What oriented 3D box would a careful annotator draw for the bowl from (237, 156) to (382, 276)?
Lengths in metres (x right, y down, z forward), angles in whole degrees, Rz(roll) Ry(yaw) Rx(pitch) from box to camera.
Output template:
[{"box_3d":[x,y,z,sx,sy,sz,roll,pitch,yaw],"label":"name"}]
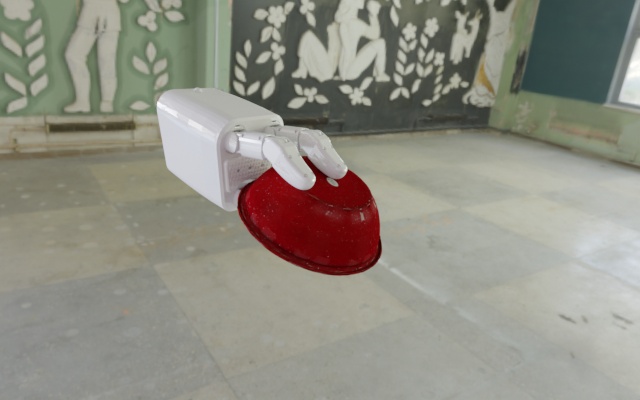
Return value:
[{"box_3d":[0.001,0.002,0.489,0.162,0.055,0.162,19,30,-11],"label":"bowl"}]
